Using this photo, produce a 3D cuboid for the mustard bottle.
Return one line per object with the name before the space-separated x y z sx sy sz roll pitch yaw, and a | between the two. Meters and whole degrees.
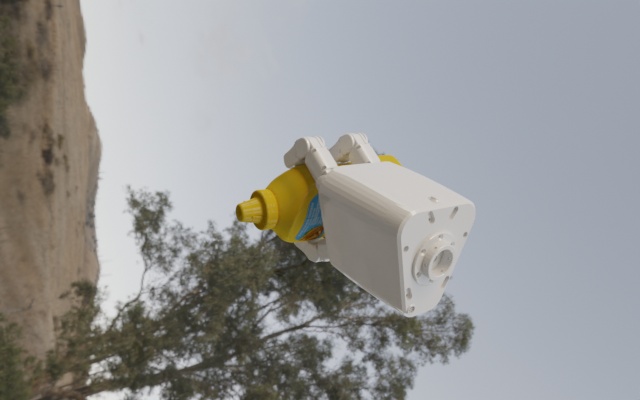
mustard bottle | 0.000 0.001 0.515 0.191 0.096 0.058 -8 50 -34
